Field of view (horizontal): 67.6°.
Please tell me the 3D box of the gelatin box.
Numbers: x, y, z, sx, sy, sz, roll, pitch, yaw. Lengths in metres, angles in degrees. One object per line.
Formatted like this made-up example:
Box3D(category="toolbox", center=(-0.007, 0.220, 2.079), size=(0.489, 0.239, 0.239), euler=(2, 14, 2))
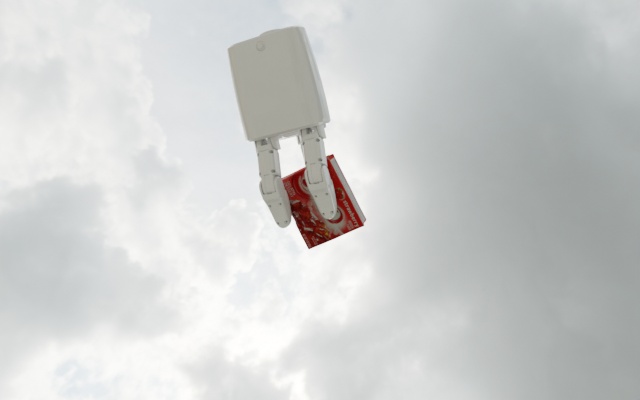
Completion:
Box3D(category="gelatin box", center=(0.000, 0.002, 0.548), size=(0.073, 0.089, 0.030), euler=(-25, 8, 18))
